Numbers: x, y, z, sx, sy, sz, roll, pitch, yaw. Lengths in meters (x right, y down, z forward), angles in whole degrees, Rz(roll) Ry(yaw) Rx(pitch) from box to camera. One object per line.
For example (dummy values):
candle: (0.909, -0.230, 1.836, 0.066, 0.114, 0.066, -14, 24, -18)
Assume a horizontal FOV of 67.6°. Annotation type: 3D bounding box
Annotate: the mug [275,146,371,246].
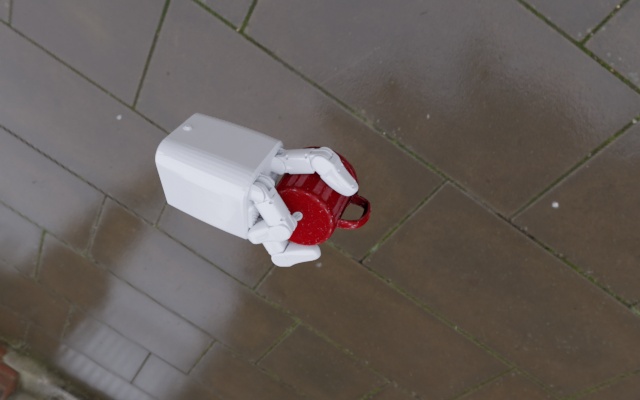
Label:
mug: (0.001, 0.002, 0.548, 0.117, 0.093, 0.081, 21, 41, 8)
